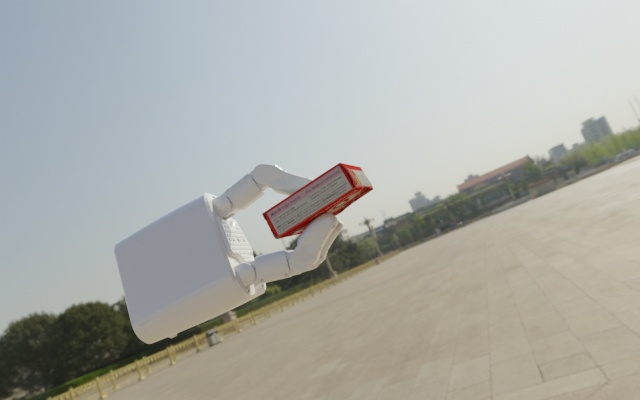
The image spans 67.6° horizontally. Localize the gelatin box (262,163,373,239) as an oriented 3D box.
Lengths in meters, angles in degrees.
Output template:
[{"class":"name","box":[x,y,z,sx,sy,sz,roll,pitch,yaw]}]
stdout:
[{"class":"gelatin box","box":[0.000,0.001,0.448,0.089,0.030,0.073,-34,-10,16]}]
